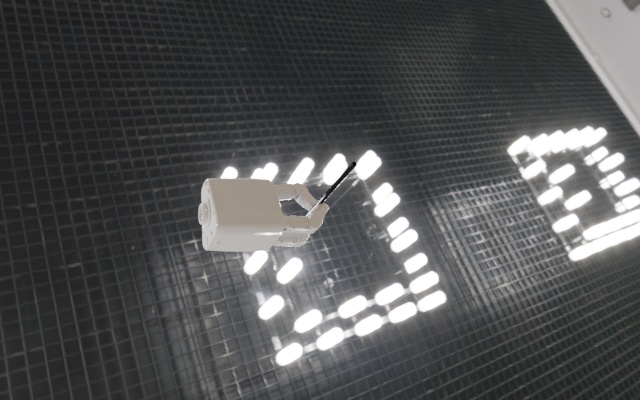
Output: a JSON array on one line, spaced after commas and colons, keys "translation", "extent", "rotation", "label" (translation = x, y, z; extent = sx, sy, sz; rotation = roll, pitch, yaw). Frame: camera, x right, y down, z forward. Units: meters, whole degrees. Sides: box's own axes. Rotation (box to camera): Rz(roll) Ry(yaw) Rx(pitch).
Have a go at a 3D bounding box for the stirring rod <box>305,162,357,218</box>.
[{"translation": [0.000, 0.003, 0.790], "extent": [0.011, 0.011, 0.240], "rotation": [0, -28, -28], "label": "stirring rod"}]
